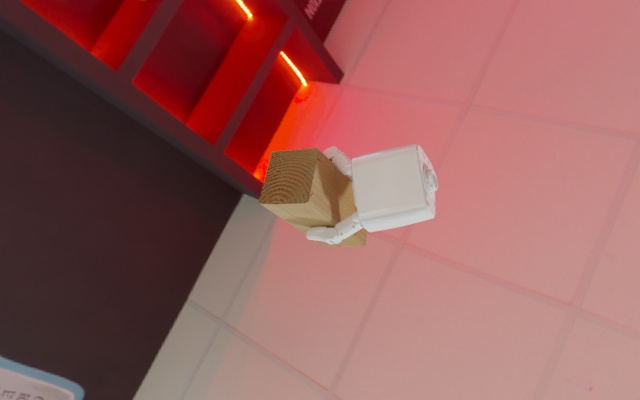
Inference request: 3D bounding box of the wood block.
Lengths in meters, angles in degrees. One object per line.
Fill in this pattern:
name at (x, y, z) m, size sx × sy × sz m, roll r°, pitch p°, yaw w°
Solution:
wood block at (0.000, 0.003, 0.788) m, size 0.090 × 0.090 × 0.206 m, roll -1°, pitch -23°, yaw 30°
